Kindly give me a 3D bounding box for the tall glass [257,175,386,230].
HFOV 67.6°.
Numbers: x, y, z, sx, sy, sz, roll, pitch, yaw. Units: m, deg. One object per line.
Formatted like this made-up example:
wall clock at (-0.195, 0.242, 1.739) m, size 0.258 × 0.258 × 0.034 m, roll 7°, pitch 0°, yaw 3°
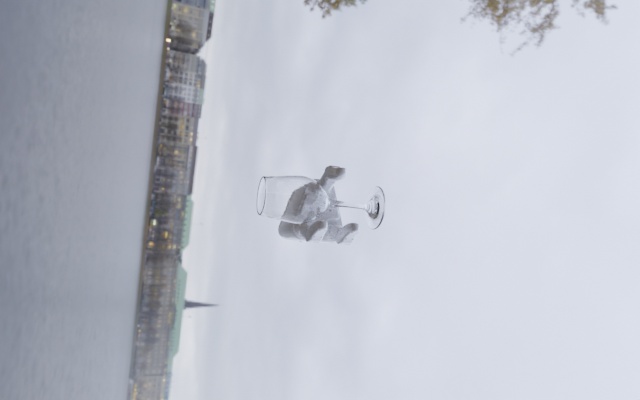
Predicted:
tall glass at (0.001, 0.003, 0.781) m, size 0.201 × 0.079 × 0.079 m, roll 6°, pitch -2°, yaw -20°
